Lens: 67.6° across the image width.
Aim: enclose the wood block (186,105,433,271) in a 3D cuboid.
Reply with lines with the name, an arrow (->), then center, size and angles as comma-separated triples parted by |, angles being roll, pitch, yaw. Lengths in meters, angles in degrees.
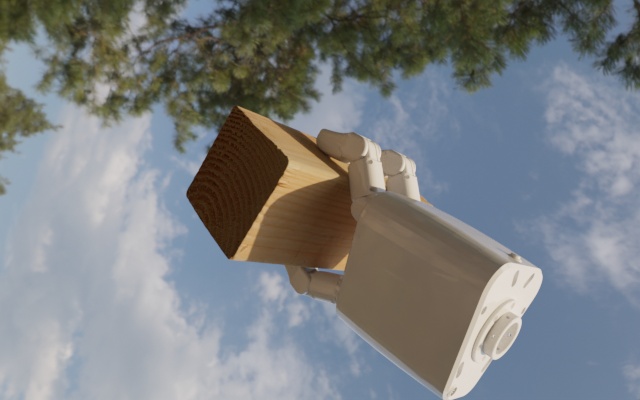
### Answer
wood block -> 0.000, 0.002, 0.434 | 0.206, 0.091, 0.090 | 15, 24, -48
